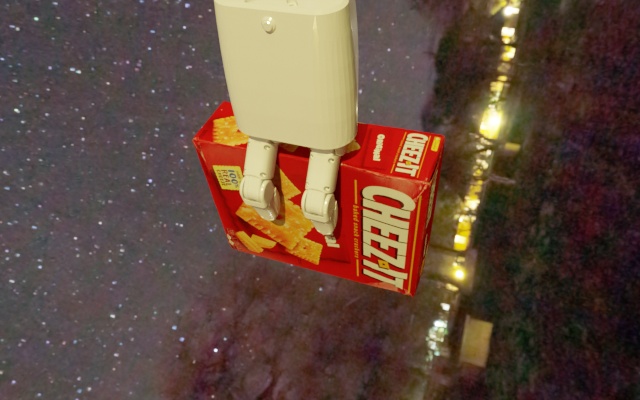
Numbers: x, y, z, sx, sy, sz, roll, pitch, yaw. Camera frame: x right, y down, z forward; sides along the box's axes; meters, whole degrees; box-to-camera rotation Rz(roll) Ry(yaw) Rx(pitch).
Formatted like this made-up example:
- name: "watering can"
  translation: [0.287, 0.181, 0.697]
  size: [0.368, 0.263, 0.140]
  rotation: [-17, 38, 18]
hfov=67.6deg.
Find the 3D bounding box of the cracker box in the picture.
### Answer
- name: "cracker box"
  translation: [0.000, 0.001, 0.468]
  size: [0.213, 0.072, 0.164]
  rotation: [13, -41, 17]
